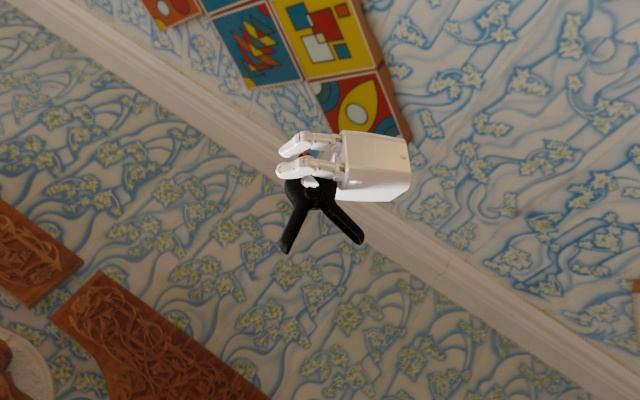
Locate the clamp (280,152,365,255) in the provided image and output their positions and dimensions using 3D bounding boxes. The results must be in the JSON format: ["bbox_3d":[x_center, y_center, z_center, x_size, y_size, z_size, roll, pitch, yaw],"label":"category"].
[{"bbox_3d":[0.000,0.003,0.707,0.120,0.171,0.039,4,-31,-11],"label":"clamp"}]
